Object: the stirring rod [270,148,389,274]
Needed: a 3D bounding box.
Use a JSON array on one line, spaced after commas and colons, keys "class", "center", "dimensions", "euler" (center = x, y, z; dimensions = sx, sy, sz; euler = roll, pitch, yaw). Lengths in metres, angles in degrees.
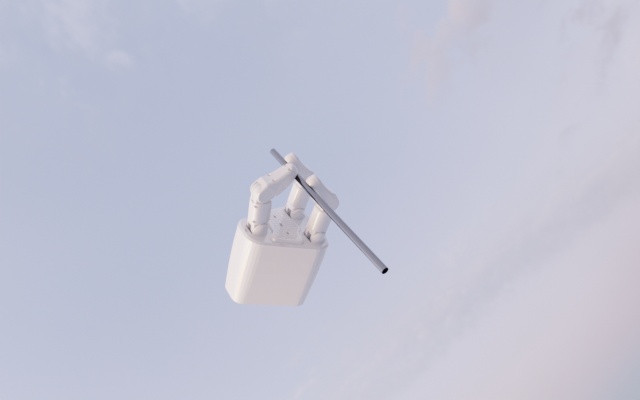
[{"class": "stirring rod", "center": [0.000, 0.002, 0.533], "dimensions": [0.011, 0.011, 0.239], "euler": [0, 33, -37]}]
